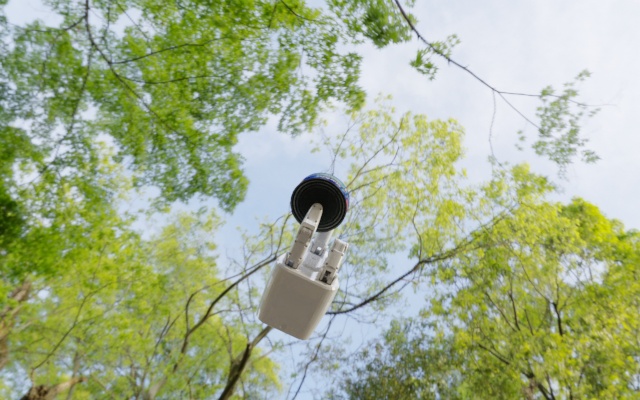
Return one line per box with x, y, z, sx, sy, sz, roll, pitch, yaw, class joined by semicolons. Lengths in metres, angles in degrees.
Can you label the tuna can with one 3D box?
0.000;0.002;0.714;0.086;0.086;0.033;0;20;13;tuna can
